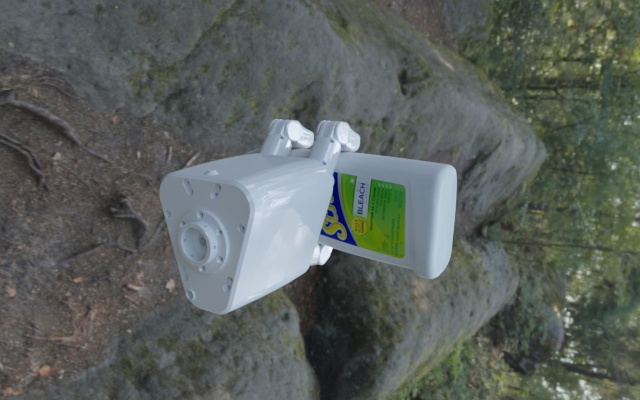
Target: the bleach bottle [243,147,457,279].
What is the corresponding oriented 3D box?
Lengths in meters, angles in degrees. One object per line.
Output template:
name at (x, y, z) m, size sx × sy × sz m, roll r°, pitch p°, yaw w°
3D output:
bleach bottle at (0.000, 0.001, 0.472) m, size 0.251 × 0.102 × 0.068 m, roll 8°, pitch 14°, yaw 29°
